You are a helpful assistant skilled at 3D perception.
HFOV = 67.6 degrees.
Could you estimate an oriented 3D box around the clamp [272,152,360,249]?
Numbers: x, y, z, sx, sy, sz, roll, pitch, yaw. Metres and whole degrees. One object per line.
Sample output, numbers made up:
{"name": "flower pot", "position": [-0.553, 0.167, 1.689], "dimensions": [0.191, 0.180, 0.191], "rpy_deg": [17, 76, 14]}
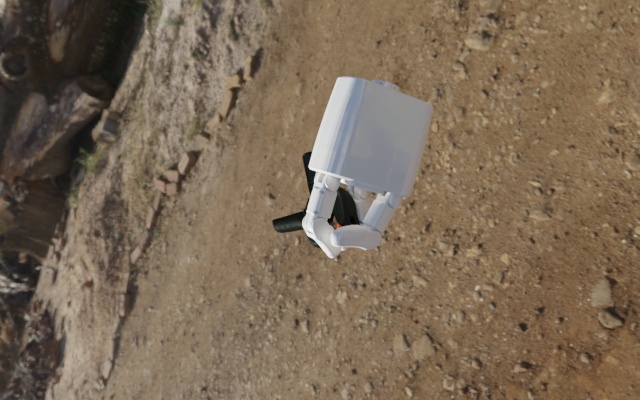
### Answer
{"name": "clamp", "position": [0.000, 0.002, 0.606], "dimensions": [0.039, 0.120, 0.171], "rpy_deg": [13, 4, -36]}
